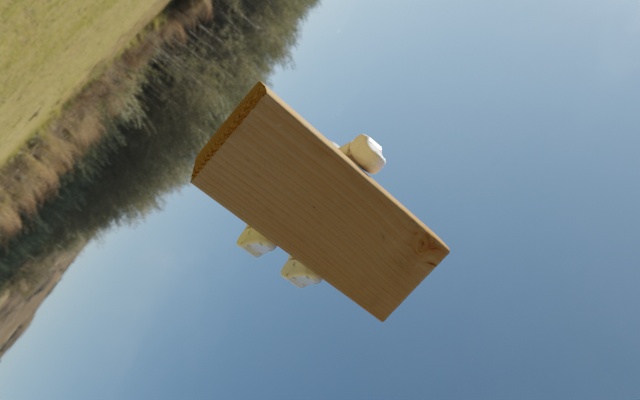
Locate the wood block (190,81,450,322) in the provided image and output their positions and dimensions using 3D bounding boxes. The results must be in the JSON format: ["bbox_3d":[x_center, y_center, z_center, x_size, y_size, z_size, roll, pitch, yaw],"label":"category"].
[{"bbox_3d":[0.000,0.001,0.419,0.206,0.091,0.090,38,8,-20],"label":"wood block"}]
